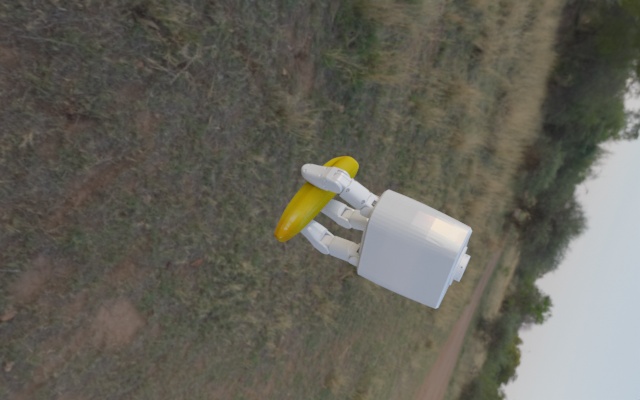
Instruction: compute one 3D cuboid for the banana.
[{"bbox_3d":[0.007,-0.014,0.614,0.037,0.070,0.197,29,35,15],"label":"banana"}]
